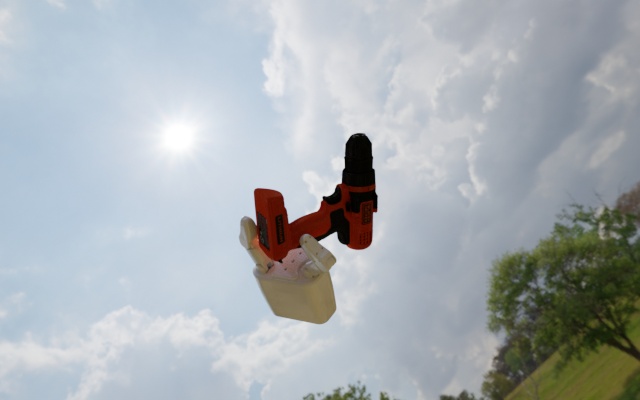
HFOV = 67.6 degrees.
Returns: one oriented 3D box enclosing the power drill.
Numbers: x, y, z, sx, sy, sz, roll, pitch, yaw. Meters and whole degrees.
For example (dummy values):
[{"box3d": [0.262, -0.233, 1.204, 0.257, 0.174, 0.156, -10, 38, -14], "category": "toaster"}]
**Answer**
[{"box3d": [0.000, 0.003, 0.695, 0.187, 0.184, 0.057, -13, 22, -26], "category": "power drill"}]
